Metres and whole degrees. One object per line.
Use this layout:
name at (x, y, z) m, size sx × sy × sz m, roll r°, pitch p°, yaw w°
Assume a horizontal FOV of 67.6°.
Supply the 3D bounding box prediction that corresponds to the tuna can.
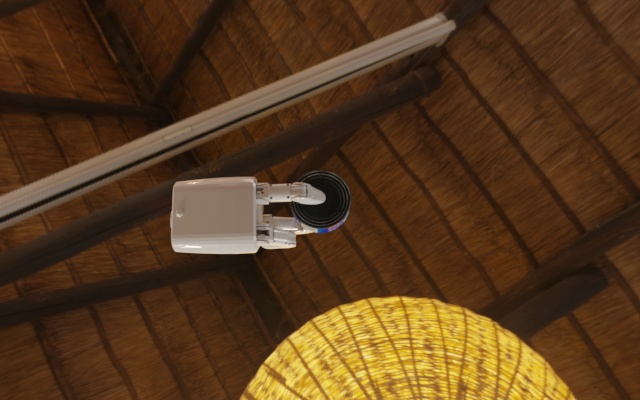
tuna can at (0.000, 0.002, 0.678) m, size 0.086 × 0.086 × 0.034 m, roll 0°, pitch -16°, yaw 1°
